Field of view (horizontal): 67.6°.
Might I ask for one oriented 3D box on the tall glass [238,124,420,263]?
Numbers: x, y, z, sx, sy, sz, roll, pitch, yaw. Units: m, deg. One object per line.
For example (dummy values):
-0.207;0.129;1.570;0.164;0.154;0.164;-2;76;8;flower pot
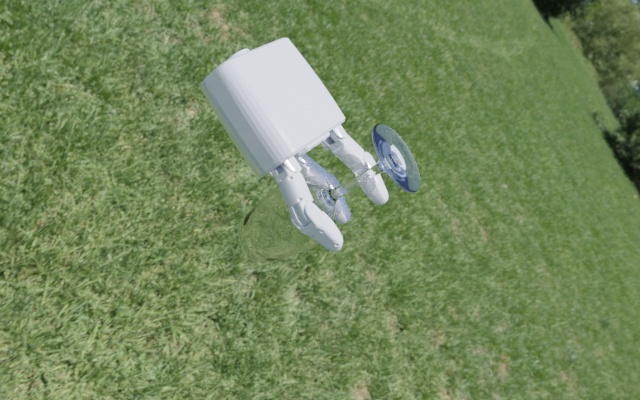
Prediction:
0.001;0.002;0.504;0.201;0.079;0.079;-31;-17;32;tall glass
